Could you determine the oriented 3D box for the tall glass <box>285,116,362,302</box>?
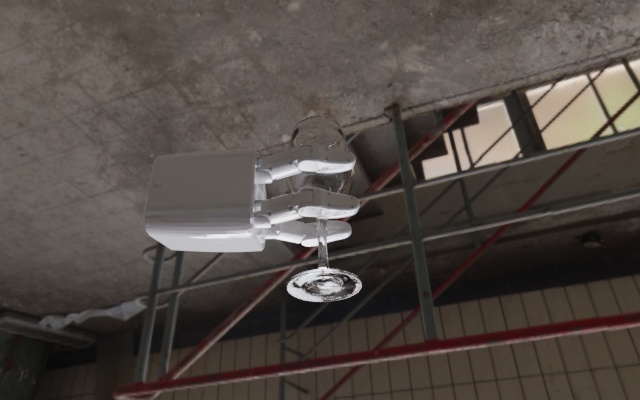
[{"bbox_3d":[0.000,0.002,0.519,0.079,0.201,0.079,-1,-34,-1],"label":"tall glass"}]
